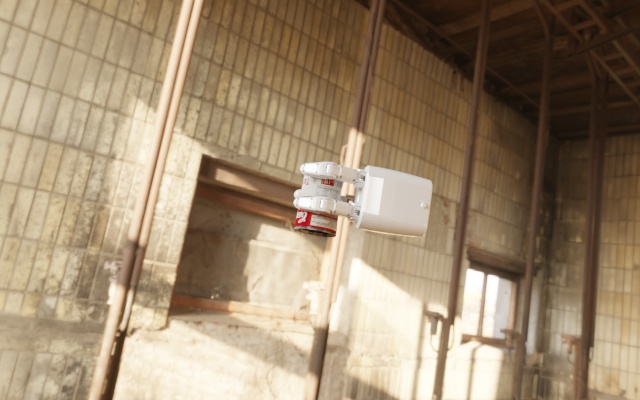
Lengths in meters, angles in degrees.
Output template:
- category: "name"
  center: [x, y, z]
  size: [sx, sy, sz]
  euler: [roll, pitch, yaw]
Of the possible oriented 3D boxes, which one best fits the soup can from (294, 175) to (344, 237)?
- category: "soup can"
  center: [0.000, 0.002, 0.766]
  size: [0.068, 0.102, 0.068]
  euler: [10, -11, 2]
